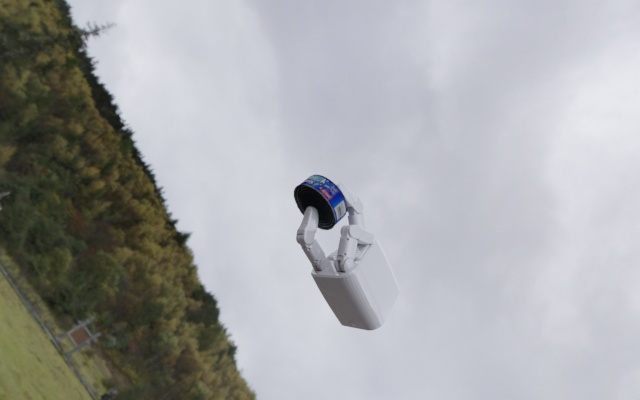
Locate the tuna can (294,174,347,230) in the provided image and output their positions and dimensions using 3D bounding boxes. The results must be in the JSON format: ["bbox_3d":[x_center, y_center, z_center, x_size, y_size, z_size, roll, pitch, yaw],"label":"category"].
[{"bbox_3d":[0.000,0.002,0.747,0.033,0.086,0.086,-40,24,-31],"label":"tuna can"}]
